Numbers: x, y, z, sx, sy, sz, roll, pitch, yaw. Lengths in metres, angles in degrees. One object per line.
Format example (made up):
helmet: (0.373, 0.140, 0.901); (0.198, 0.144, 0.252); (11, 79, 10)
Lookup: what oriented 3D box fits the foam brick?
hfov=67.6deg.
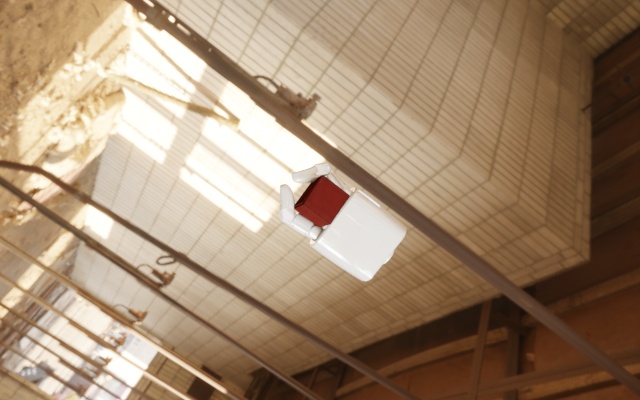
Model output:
foam brick: (0.000, 0.002, 0.704); (0.051, 0.053, 0.078); (37, -12, -7)
